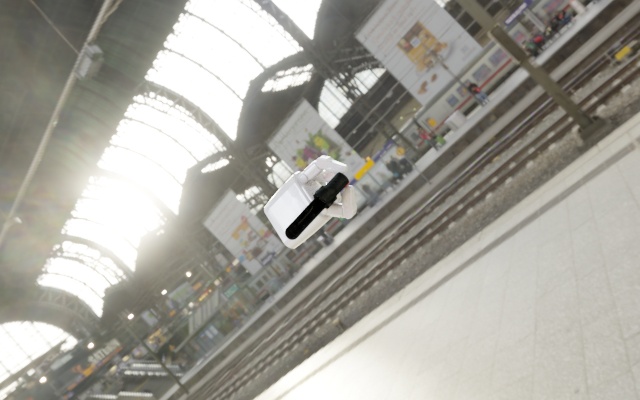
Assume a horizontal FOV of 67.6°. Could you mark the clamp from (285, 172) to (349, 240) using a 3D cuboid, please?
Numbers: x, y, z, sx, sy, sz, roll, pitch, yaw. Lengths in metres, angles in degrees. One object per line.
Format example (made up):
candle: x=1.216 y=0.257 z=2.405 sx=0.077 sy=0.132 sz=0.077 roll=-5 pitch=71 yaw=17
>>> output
clamp: x=0.000 y=0.002 z=0.833 sx=0.120 sy=0.039 sz=0.171 roll=-43 pitch=-2 yaw=28
